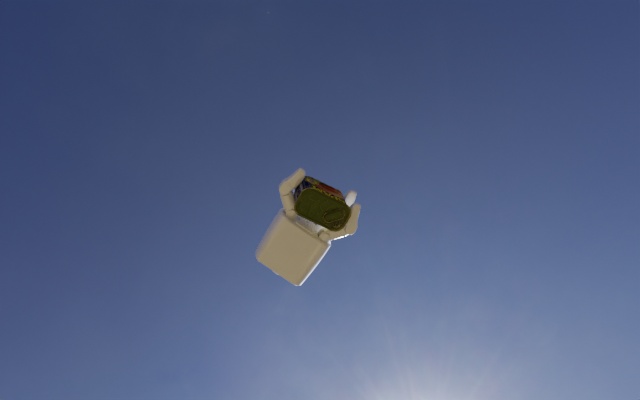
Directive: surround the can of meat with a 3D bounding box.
[{"bbox_3d":[0.000,0.003,0.882,0.102,0.057,0.084,25,16,-15],"label":"can of meat"}]
